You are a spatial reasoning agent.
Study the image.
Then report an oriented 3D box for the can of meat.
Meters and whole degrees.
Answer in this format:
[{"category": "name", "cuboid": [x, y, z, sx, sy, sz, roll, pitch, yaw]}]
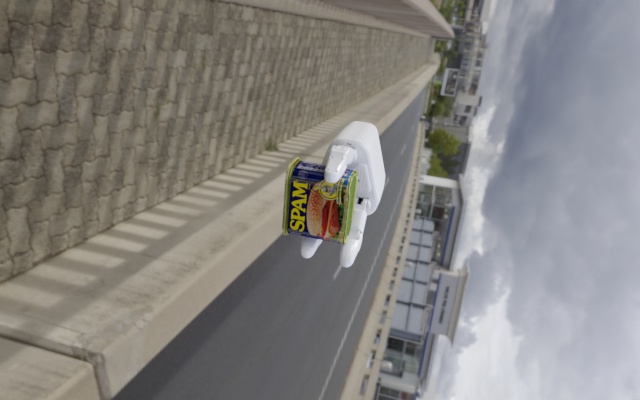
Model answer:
[{"category": "can of meat", "cuboid": [0.000, 0.002, 0.622, 0.084, 0.102, 0.057, 11, 24, 11]}]
